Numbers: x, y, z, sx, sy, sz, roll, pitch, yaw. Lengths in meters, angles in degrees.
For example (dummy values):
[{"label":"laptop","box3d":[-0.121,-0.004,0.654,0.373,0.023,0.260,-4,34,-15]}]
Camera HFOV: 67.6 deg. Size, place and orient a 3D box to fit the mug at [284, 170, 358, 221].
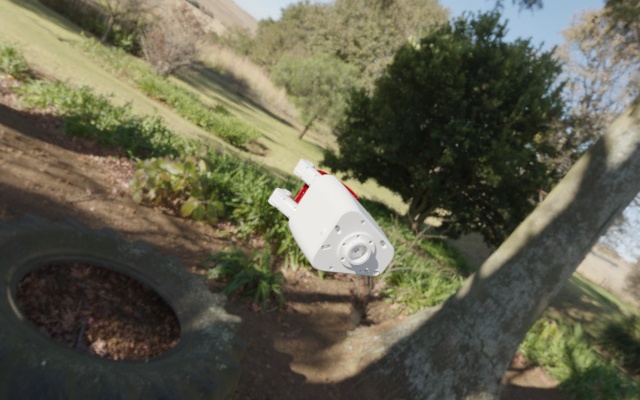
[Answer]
[{"label":"mug","box3d":[0.000,0.002,0.736,0.093,0.081,0.117,27,14,-28]}]
